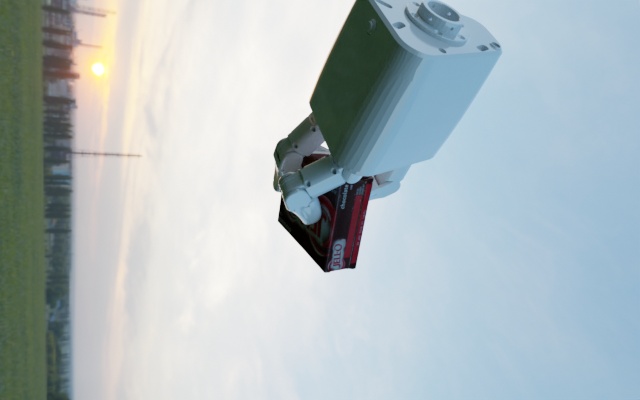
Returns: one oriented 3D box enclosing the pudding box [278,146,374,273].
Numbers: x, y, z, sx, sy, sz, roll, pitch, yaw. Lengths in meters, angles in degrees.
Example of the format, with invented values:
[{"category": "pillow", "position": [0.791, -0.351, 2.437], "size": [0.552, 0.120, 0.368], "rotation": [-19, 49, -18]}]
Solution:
[{"category": "pudding box", "position": [0.000, 0.001, 0.450], "size": [0.039, 0.090, 0.113], "rotation": [0, 22, -27]}]
